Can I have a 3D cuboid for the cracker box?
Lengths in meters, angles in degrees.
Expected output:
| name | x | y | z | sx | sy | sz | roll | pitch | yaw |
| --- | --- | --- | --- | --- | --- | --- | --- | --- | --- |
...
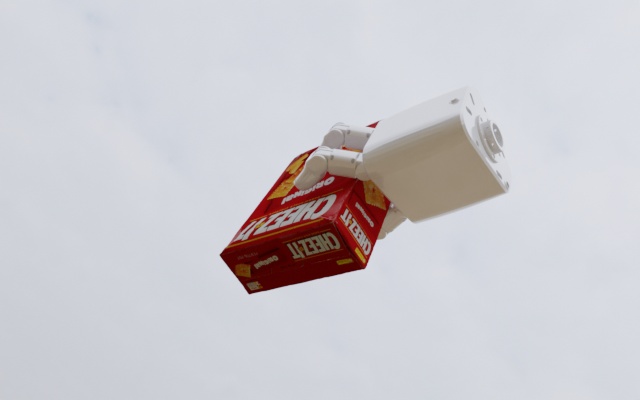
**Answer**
| name | x | y | z | sx | sy | sz | roll | pitch | yaw |
| --- | --- | --- | --- | --- | --- | --- | --- | --- | --- |
| cracker box | 0.000 | 0.002 | 0.569 | 0.164 | 0.072 | 0.213 | -19 | 25 | 35 |
